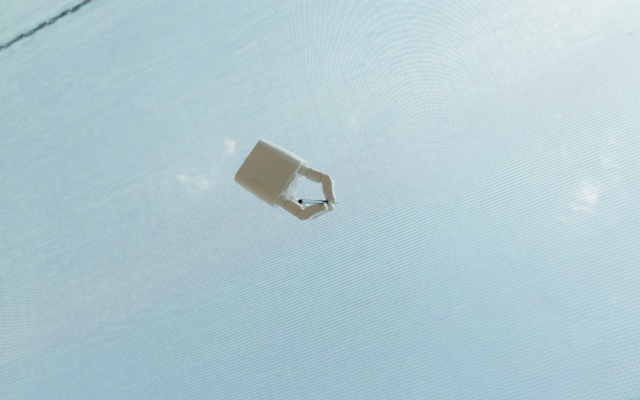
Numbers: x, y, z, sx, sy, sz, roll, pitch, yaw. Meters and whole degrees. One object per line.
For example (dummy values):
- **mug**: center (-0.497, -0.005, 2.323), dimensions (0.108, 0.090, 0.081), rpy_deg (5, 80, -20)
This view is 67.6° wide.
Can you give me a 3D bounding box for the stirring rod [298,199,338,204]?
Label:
- **stirring rod**: center (0.000, 0.003, 0.895), dimensions (0.011, 0.011, 0.239), rpy_deg (0, -1, 16)
